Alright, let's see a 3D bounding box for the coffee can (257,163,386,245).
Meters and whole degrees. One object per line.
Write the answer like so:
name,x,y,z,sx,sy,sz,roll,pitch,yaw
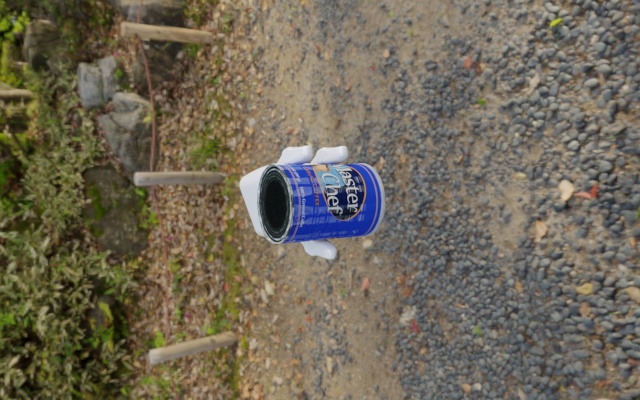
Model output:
coffee can,0.000,0.002,0.636,0.140,0.103,0.103,-3,1,-31
